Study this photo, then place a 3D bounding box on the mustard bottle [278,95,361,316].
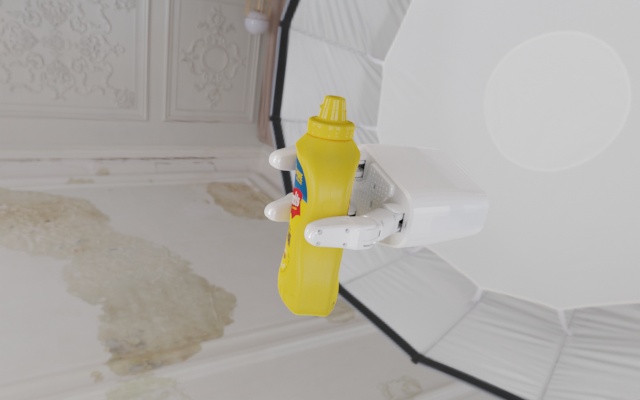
[{"bbox_3d":[0.000,0.002,0.436,0.058,0.192,0.096,6,20,-7],"label":"mustard bottle"}]
